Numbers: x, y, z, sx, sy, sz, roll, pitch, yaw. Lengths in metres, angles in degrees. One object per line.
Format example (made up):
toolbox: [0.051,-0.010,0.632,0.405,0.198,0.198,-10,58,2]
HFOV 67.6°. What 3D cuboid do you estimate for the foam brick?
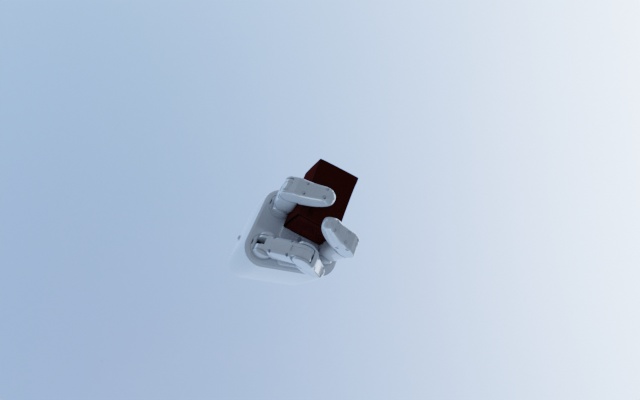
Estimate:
foam brick: [0.000,0.002,0.552,0.053,0.078,0.051,29,-26,-12]
